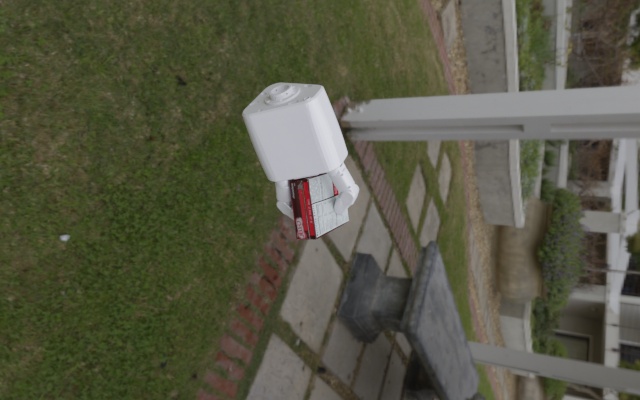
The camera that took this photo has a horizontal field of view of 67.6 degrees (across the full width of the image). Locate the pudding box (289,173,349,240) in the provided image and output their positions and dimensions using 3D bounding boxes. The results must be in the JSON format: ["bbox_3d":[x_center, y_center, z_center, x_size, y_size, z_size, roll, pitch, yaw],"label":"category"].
[{"bbox_3d":[0.000,0.002,0.714,0.039,0.090,0.113,-1,11,32],"label":"pudding box"}]
